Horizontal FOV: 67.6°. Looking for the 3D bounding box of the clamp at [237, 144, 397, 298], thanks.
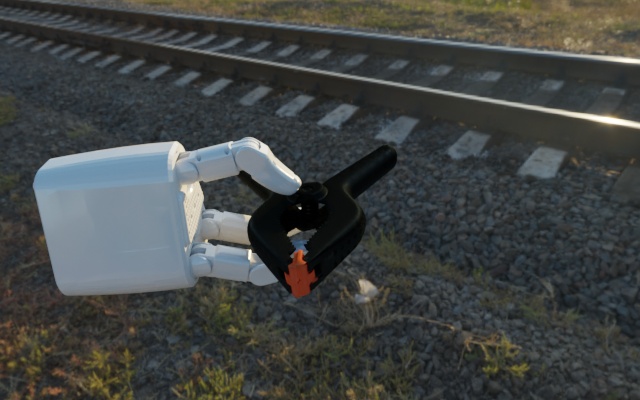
[{"bbox_3d":[0.000,0.001,0.410,0.164,0.036,0.209,-8,29,0],"label":"clamp"}]
